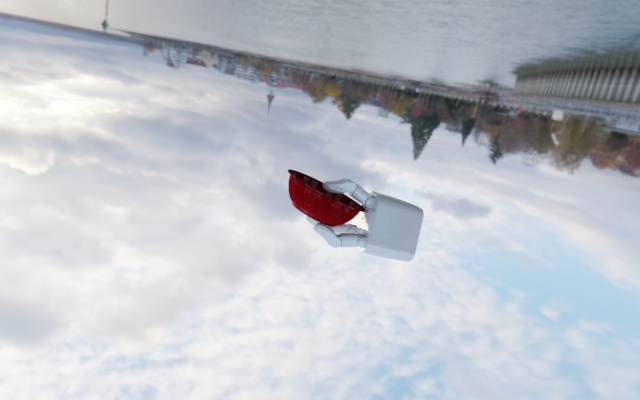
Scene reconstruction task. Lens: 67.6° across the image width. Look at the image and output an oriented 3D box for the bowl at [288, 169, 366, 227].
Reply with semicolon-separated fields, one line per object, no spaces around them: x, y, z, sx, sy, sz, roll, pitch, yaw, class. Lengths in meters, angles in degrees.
-0.001;0.003;0.882;0.162;0.055;0.162;28;8;-4;bowl
